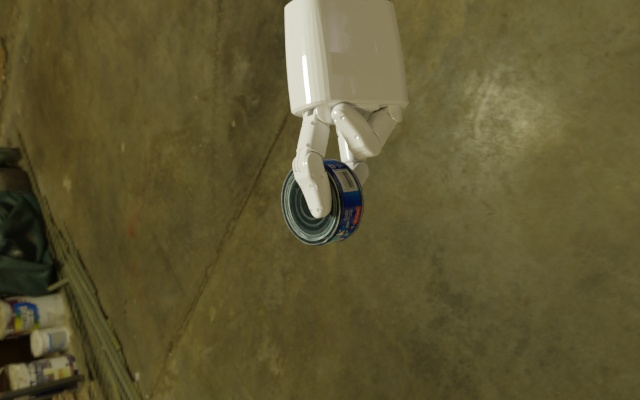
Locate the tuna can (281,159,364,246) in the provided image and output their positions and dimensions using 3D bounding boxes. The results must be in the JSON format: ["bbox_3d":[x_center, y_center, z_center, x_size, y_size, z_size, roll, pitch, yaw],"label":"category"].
[{"bbox_3d":[0.000,0.002,0.477,0.086,0.086,0.034,0,5,44],"label":"tuna can"}]
